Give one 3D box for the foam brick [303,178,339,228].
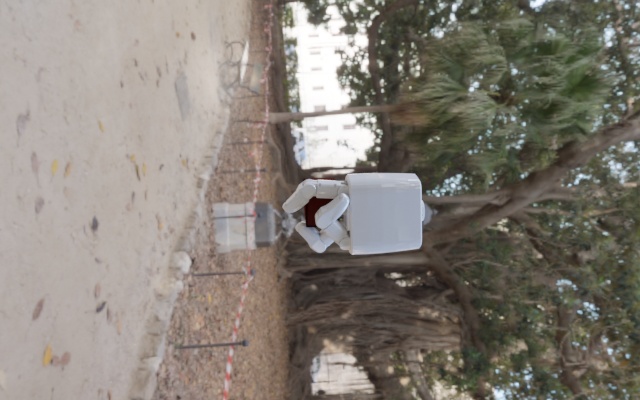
[{"bbox_3d":[0.000,0.002,0.752,0.051,0.053,0.078,-3,25,-4],"label":"foam brick"}]
